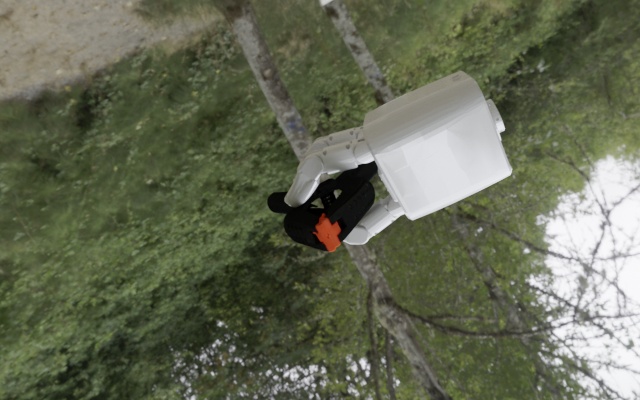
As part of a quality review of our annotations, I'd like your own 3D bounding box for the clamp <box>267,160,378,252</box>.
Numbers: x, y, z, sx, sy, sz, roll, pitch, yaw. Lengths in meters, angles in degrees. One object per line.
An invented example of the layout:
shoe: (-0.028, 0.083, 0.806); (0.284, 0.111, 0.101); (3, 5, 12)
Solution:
clamp: (0.001, 0.002, 0.496); (0.164, 0.036, 0.210); (-25, 16, 16)
